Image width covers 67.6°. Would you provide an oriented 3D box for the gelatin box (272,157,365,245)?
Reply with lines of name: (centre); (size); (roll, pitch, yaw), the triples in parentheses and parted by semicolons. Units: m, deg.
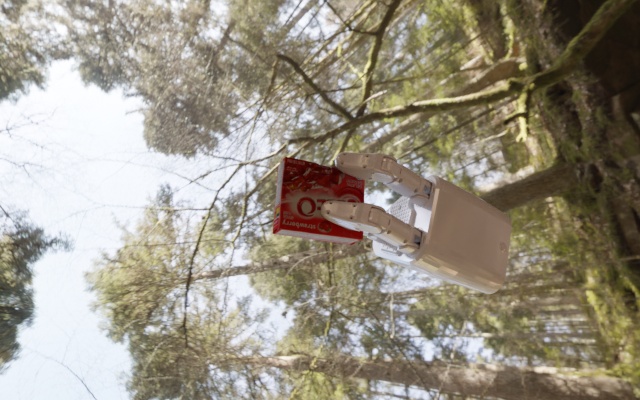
gelatin box: (0.000, 0.002, 0.476); (0.089, 0.073, 0.030); (10, -18, -19)
